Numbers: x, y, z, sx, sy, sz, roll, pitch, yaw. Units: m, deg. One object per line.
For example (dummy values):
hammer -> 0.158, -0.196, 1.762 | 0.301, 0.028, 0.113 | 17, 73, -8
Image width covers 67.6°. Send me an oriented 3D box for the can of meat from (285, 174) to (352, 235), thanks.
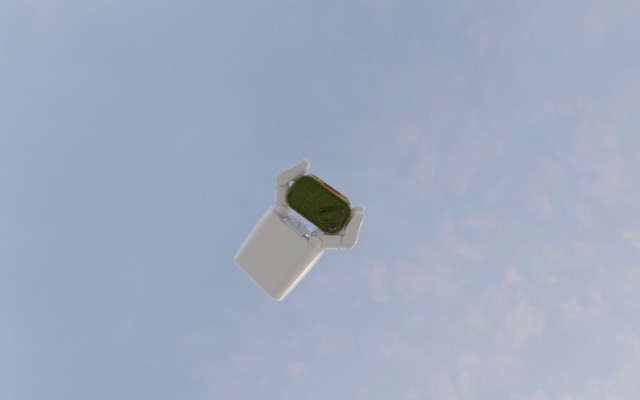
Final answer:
can of meat -> 0.000, 0.002, 0.760 | 0.102, 0.057, 0.084 | 36, 8, 0
